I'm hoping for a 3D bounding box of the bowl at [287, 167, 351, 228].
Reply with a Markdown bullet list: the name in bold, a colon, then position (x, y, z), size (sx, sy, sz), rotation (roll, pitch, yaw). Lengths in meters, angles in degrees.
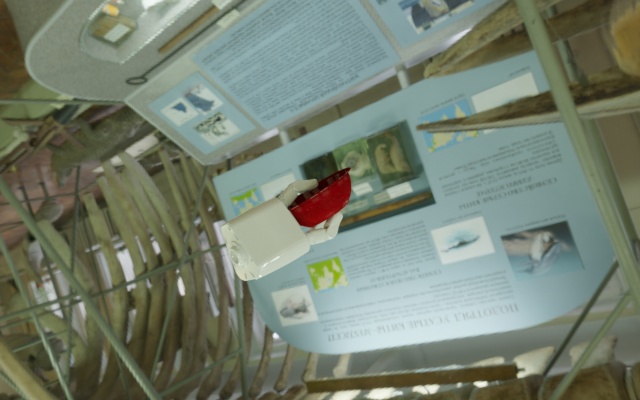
- **bowl**: position (0.001, 0.003, 0.890), size (0.162, 0.055, 0.162), rotation (-32, 8, 5)
